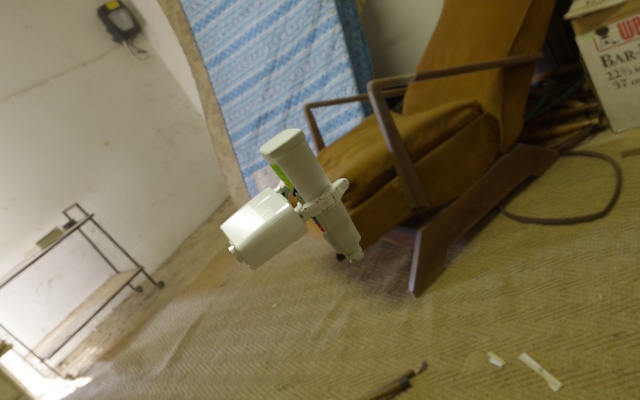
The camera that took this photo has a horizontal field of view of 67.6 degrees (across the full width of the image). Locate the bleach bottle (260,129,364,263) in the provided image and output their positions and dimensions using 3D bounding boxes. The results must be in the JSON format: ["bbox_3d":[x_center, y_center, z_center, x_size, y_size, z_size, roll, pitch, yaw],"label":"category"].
[{"bbox_3d":[0.000,0.003,0.788,0.068,0.251,0.102,-38,18,-11],"label":"bleach bottle"}]
